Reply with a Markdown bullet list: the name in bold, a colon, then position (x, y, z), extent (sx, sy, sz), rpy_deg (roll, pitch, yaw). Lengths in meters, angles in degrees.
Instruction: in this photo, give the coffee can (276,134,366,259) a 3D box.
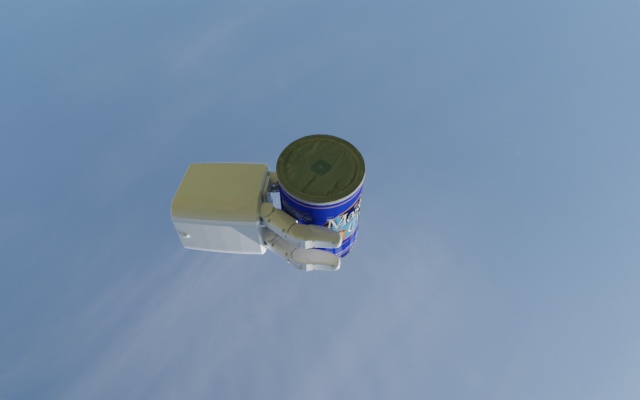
- **coffee can**: position (0.000, 0.002, 0.602), extent (0.103, 0.102, 0.140), rpy_deg (0, -36, 0)
